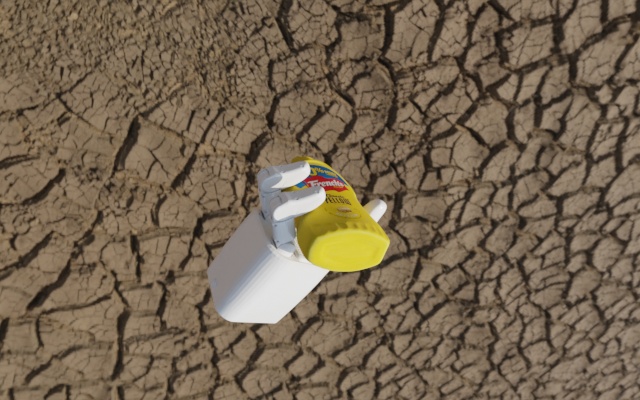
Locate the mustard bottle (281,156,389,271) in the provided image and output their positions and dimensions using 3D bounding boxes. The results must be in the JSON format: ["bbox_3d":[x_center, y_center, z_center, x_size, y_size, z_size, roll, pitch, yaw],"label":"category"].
[{"bbox_3d":[0.000,0.002,0.568,0.096,0.058,0.191,4,32,-26],"label":"mustard bottle"}]
